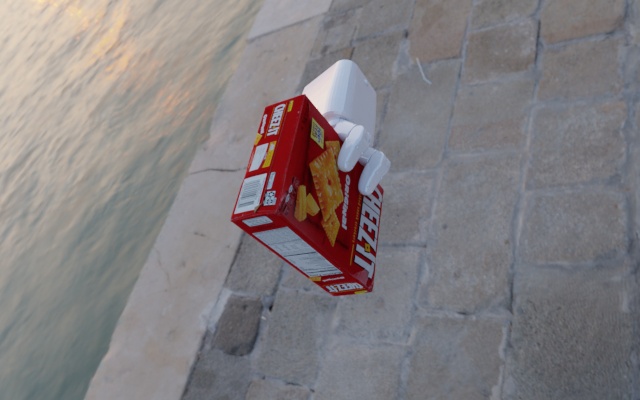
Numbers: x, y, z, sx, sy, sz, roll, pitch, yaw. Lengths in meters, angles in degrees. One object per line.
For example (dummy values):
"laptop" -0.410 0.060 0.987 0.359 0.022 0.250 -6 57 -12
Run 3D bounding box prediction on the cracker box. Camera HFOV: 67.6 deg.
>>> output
"cracker box" 0.000 0.002 0.596 0.072 0.164 0.214 -11 -37 33
